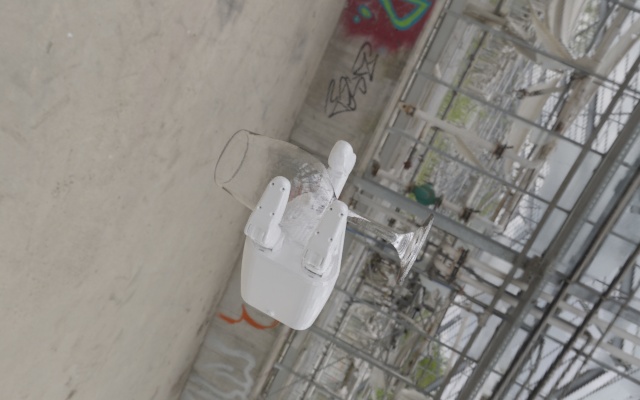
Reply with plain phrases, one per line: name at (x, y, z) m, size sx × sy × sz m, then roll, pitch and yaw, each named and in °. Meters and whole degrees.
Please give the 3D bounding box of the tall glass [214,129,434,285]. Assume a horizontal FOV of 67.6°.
tall glass at (0.001, 0.002, 0.456) m, size 0.201 × 0.079 × 0.079 m, roll 27°, pitch 4°, yaw 8°
